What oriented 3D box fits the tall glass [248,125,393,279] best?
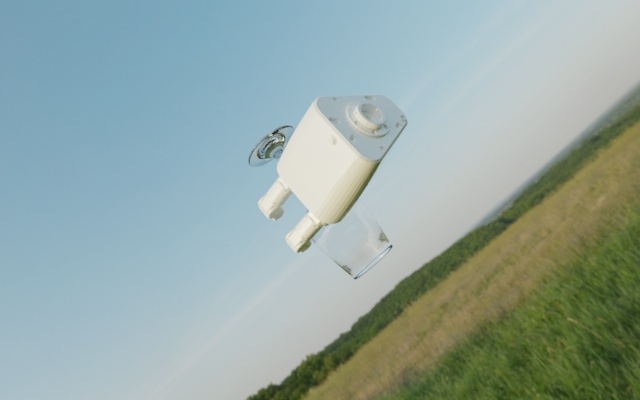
[{"bbox_3d":[0.000,0.002,0.593,0.079,0.201,0.079,-38,-14,-11],"label":"tall glass"}]
